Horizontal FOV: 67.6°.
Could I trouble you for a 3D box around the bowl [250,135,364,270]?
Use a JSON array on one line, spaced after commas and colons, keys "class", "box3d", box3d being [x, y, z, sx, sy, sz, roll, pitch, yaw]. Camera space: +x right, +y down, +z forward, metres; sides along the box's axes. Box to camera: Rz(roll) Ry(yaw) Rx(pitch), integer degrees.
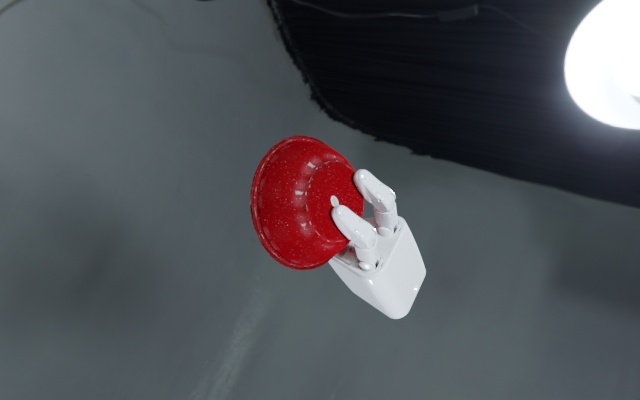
[{"class": "bowl", "box3d": [0.000, 0.001, 0.552, 0.162, 0.162, 0.055, 0, -2, -43]}]
